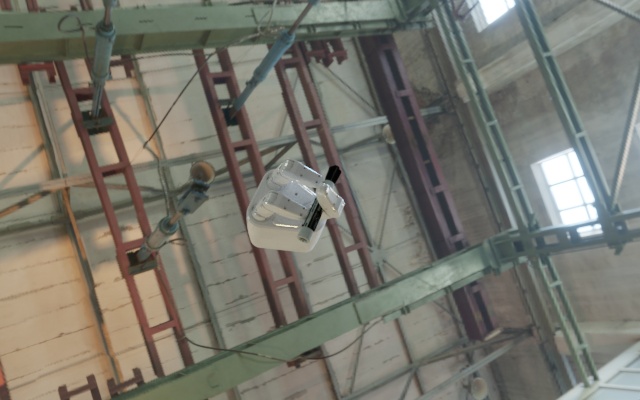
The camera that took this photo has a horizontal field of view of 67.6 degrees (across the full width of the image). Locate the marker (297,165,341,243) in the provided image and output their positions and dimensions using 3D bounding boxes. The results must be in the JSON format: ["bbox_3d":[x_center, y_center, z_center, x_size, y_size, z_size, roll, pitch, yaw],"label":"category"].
[{"bbox_3d":[0.000,0.002,0.648,0.020,0.121,0.020,20,-26,10],"label":"marker"}]
